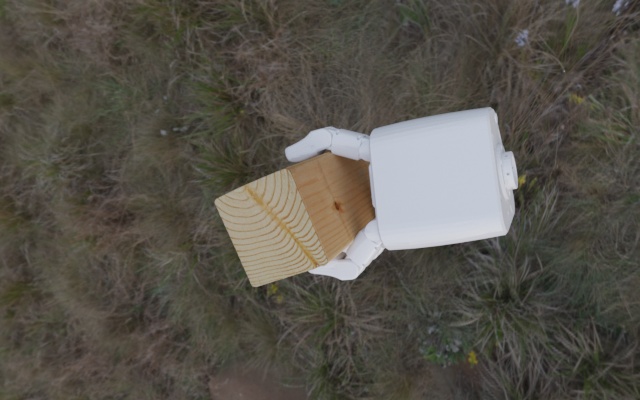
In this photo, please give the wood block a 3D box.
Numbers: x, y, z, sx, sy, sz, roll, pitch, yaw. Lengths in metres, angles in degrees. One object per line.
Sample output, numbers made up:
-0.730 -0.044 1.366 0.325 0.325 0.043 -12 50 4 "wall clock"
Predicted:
0.000 0.001 0.504 0.090 0.091 0.206 -21 3 30 "wood block"
